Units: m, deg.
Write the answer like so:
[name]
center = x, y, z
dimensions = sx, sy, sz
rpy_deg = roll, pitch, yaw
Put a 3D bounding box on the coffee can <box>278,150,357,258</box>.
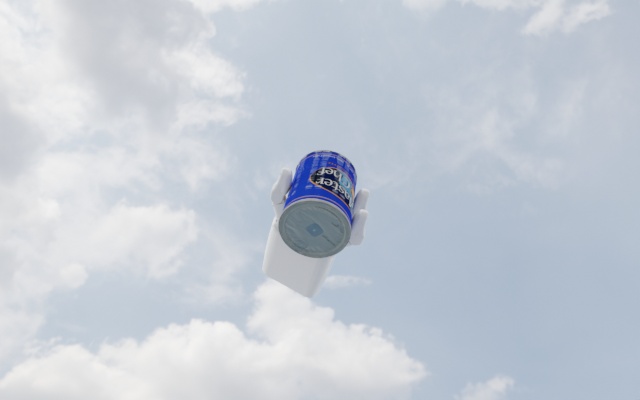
[coffee can]
center = 0.000, 0.002, 0.721
dimensions = 0.103, 0.103, 0.140
rpy_deg = 0, 35, 9
